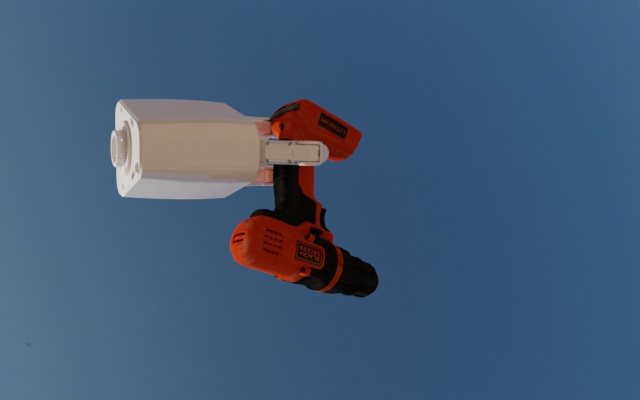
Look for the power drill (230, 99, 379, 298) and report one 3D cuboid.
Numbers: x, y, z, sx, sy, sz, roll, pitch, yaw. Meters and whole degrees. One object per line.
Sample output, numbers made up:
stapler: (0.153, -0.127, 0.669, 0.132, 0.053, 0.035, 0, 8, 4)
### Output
power drill: (0.000, 0.001, 0.510, 0.184, 0.187, 0.057, 25, -30, -39)
